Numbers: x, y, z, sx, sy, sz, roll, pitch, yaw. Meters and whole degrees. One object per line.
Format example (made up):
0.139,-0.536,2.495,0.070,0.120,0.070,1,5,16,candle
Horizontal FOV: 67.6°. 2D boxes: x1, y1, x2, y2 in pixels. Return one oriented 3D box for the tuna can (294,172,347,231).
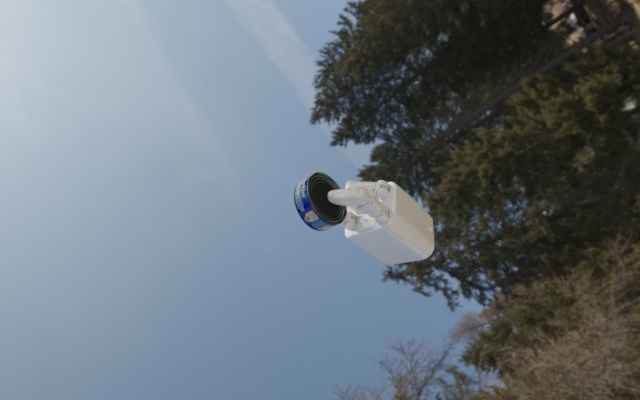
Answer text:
0.000,0.003,0.726,0.034,0.086,0.086,-28,-18,36,tuna can
